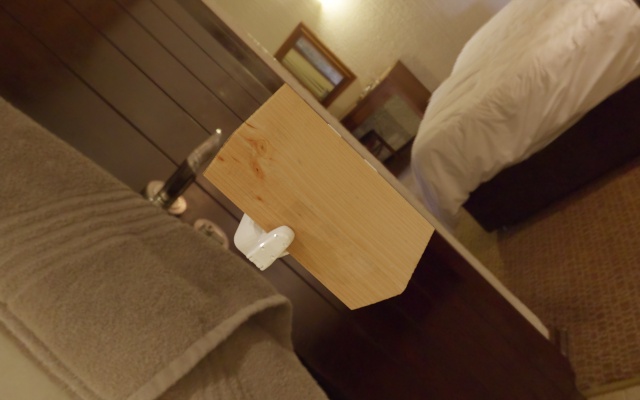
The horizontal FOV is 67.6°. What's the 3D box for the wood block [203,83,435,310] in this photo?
[{"bbox_3d":[0.000,0.002,0.473,0.090,0.206,0.090,-36,14,52],"label":"wood block"}]
